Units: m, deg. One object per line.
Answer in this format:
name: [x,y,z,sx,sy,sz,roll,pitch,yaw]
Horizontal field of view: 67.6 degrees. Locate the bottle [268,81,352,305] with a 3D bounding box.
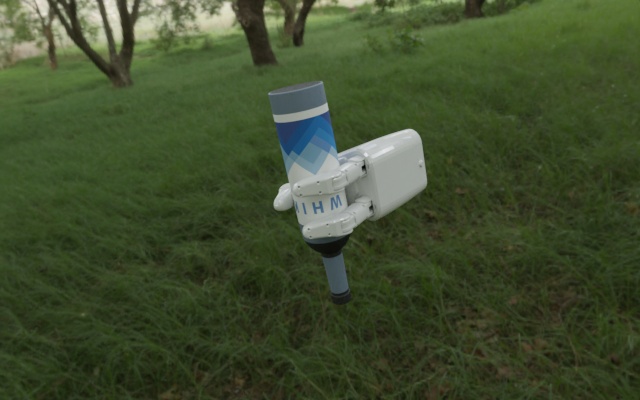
bottle: [0.000,0.002,0.613,0.069,0.296,0.069,-11,20,4]
